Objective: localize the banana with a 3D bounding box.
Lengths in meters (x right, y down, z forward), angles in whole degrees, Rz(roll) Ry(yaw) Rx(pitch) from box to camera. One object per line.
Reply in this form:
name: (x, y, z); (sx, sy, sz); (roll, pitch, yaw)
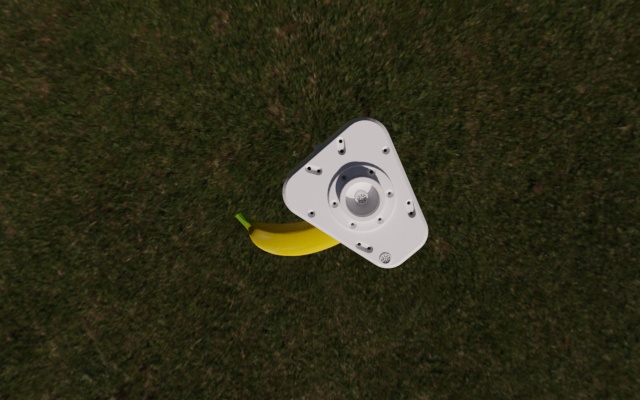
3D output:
banana: (0.002, 0.021, 0.542); (0.198, 0.069, 0.037); (-16, 2, 6)
